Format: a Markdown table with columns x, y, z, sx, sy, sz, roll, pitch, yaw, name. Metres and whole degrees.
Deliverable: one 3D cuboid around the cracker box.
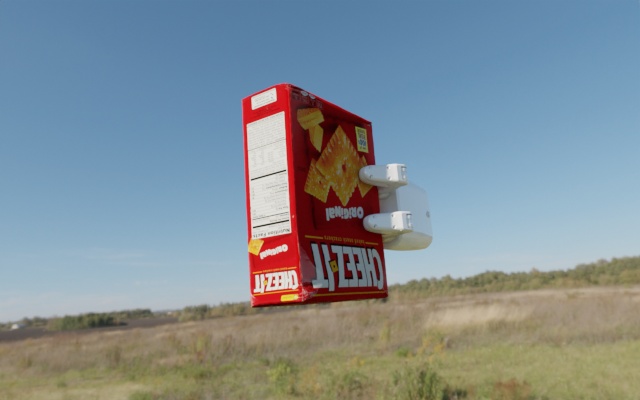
| x | y | z | sx | sy | sz | roll | pitch | yaw | name |
| --- | --- | --- | --- | --- | --- | --- | --- | --- | --- |
| 0.000 | 0.002 | 0.515 | 0.072 | 0.213 | 0.164 | -13 | -15 | 35 | cracker box |
